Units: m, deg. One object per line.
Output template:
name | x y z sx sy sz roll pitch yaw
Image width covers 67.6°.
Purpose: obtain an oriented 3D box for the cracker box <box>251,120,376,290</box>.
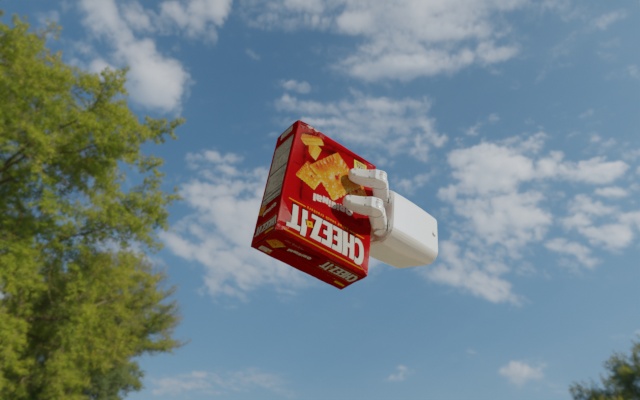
cracker box | 0.000 0.002 0.727 0.164 0.213 0.072 29 -42 -24
